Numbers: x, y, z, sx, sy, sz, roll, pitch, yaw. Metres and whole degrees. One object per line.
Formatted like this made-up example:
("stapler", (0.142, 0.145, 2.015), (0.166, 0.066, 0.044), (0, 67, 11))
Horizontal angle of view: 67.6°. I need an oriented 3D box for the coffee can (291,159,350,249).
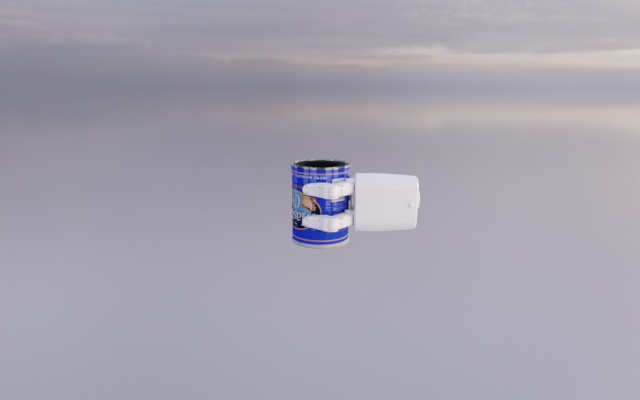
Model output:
("coffee can", (0.000, 0.003, 0.843), (0.103, 0.140, 0.102), (0, 13, 0))
